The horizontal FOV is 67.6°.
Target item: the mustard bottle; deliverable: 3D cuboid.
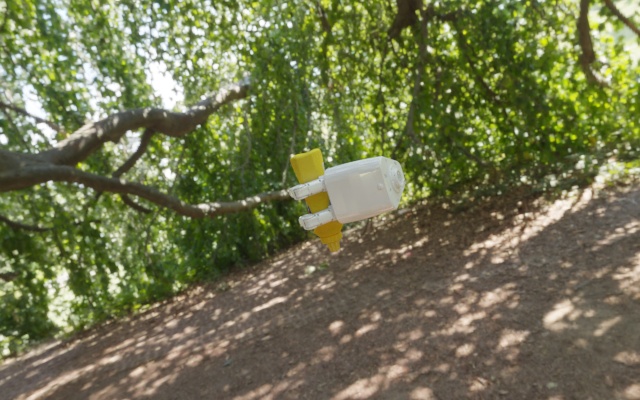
[{"bbox_3d":[0.000,0.003,0.883,0.058,0.191,0.096,-17,7,3],"label":"mustard bottle"}]
